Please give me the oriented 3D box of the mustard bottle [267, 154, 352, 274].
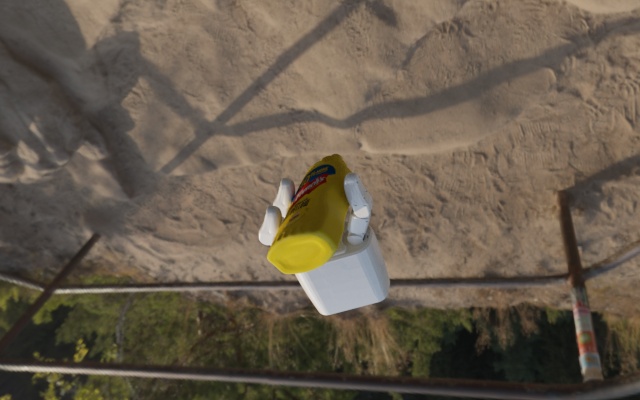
[{"bbox_3d":[0.000,0.002,0.613,0.096,0.058,0.191,-32,24,37],"label":"mustard bottle"}]
